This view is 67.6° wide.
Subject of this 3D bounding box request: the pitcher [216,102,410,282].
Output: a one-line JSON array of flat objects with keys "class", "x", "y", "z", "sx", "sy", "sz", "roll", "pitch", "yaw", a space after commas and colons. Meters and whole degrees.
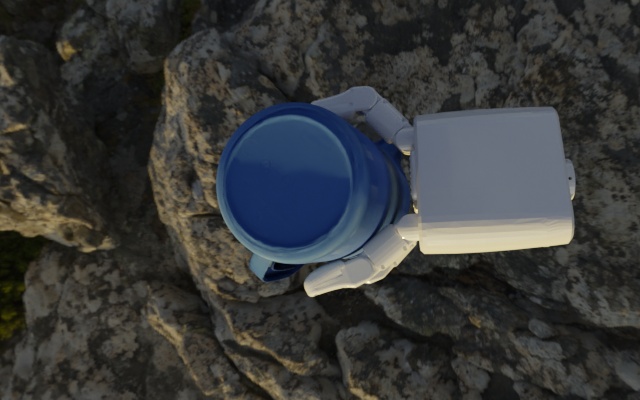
[{"class": "pitcher", "x": 0.000, "y": 0.001, "z": 0.425, "sx": 0.145, "sy": 0.149, "sz": 0.243, "roll": -3, "pitch": -3, "yaw": 14}]
